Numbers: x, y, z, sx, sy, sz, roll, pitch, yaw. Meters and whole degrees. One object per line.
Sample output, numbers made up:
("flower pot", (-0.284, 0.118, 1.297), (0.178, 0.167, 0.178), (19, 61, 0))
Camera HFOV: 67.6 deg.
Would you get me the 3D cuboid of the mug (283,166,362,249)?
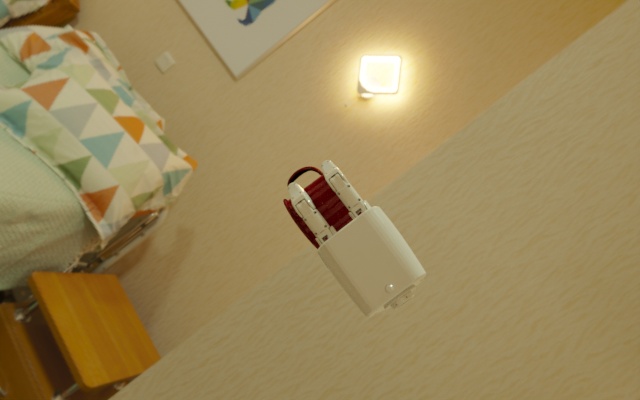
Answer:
("mug", (-0.001, 0.001, 0.684), (0.081, 0.117, 0.093), (-37, -17, 4))
